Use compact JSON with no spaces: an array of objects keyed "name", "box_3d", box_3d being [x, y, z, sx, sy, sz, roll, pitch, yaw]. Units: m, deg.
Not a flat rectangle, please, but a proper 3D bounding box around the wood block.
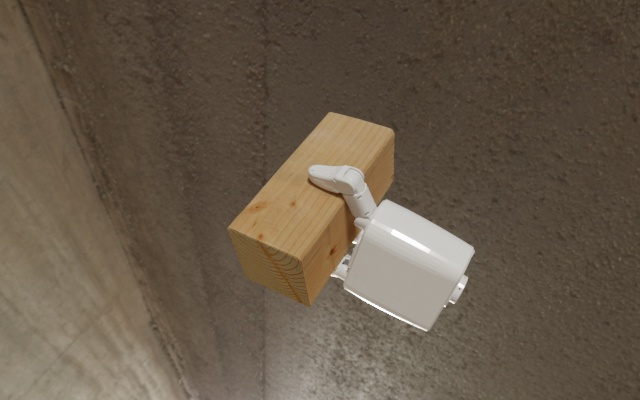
[{"name":"wood block","box_3d":[0.000,0.002,0.545,0.090,0.091,0.206,20,53,24]}]
